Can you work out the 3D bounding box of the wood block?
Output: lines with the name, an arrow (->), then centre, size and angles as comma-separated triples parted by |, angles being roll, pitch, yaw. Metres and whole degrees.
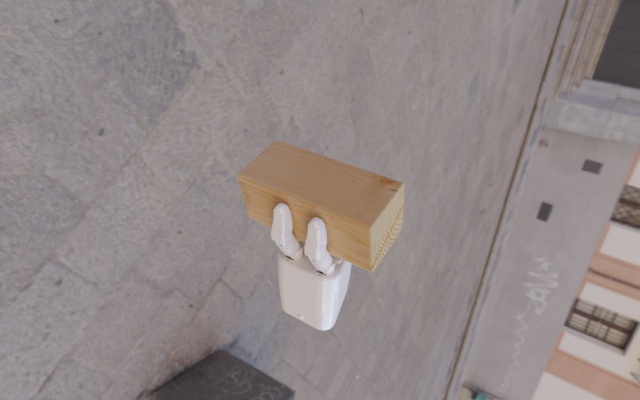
wood block -> 0.000, 0.002, 0.650 | 0.206, 0.090, 0.090 | 21, 50, 27
